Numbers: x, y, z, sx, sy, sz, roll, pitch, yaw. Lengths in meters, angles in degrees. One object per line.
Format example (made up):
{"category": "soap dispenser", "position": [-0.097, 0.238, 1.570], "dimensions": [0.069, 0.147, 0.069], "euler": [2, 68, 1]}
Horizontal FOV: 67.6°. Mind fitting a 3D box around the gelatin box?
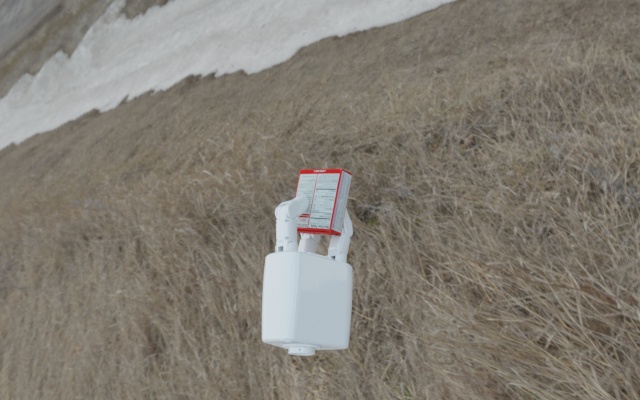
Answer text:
{"category": "gelatin box", "position": [0.000, 0.002, 0.652], "dimensions": [0.073, 0.089, 0.030], "euler": [1, -14, 39]}
